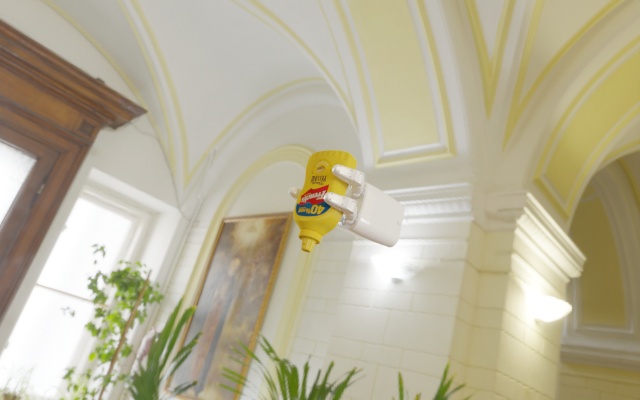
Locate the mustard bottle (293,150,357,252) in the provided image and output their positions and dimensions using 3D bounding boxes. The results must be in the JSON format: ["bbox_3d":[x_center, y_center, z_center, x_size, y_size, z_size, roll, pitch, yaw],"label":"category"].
[{"bbox_3d":[0.000,0.002,0.868,0.096,0.191,0.058,1,-26,35],"label":"mustard bottle"}]
